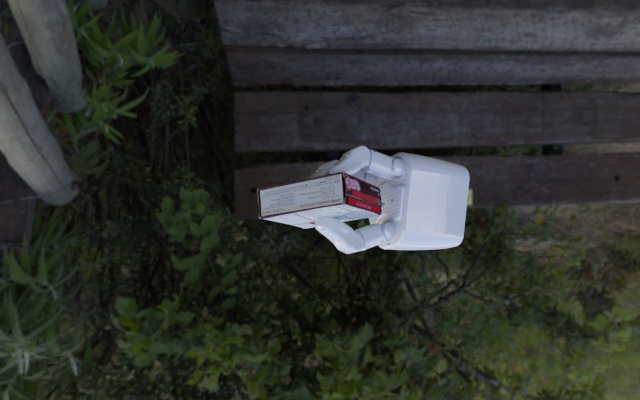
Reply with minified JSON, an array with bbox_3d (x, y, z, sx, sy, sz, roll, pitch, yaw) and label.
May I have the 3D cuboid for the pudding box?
[{"bbox_3d":[0.000,0.002,0.535,0.113,0.039,0.090,-12,-16,29],"label":"pudding box"}]
